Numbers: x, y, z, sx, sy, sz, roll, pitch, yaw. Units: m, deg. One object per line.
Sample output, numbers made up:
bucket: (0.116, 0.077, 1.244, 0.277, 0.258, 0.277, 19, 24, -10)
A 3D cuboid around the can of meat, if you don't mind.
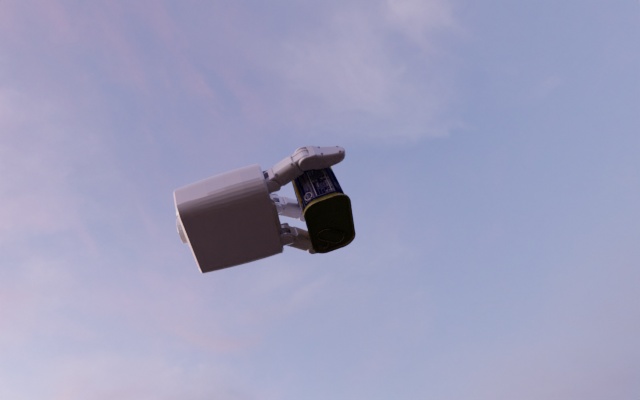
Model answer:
can of meat: (0.000, 0.002, 0.596, 0.057, 0.084, 0.102, -19, -41, -5)
